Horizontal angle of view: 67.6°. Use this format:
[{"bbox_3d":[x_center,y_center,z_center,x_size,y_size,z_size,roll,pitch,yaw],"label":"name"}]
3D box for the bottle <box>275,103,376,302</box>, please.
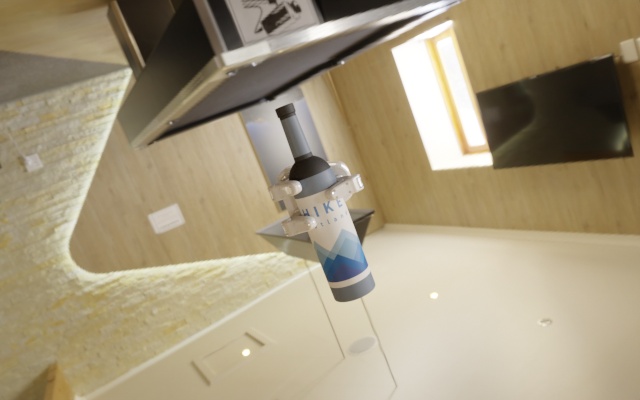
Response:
[{"bbox_3d":[0.000,0.003,0.698,0.069,0.296,0.069,-20,10,4],"label":"bottle"}]
